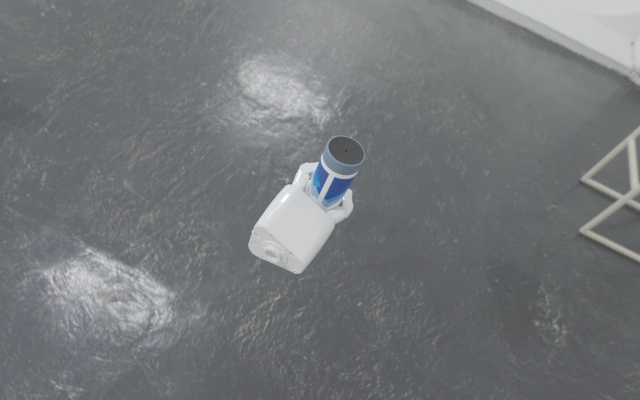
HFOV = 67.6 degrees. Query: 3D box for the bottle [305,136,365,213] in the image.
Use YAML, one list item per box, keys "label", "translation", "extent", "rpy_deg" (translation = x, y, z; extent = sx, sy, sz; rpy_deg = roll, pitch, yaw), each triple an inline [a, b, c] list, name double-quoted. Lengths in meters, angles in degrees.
- label: "bottle"
  translation: [0.000, 0.003, 0.892]
  extent: [0.069, 0.069, 0.296]
  rpy_deg: [0, -35, -20]
